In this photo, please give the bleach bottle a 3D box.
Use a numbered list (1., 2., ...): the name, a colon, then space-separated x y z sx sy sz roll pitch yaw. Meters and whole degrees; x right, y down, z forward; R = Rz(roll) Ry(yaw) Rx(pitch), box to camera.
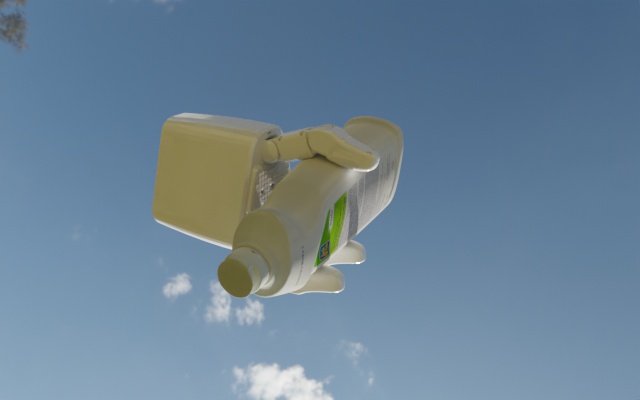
1. bleach bottle: 0.000 0.001 0.411 0.068 0.103 0.250 15 26 22
